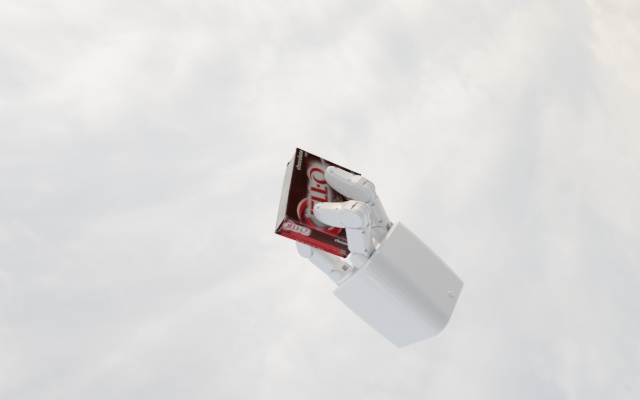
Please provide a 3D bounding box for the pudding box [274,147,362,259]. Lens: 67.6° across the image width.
[{"bbox_3d":[0.000,0.002,0.549,0.090,0.113,0.039,22,-47,-18],"label":"pudding box"}]
